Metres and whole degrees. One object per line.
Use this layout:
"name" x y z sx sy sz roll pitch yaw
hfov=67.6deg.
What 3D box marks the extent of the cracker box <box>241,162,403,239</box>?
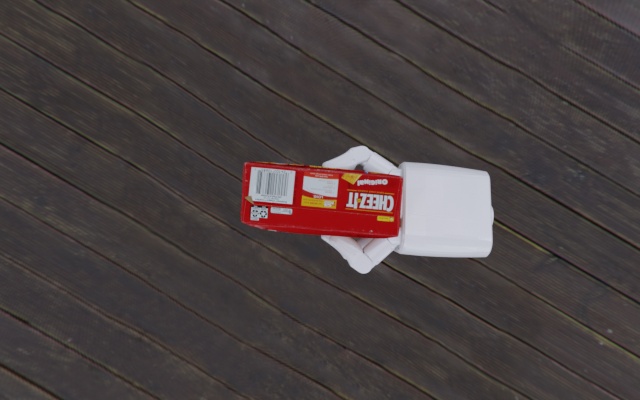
"cracker box" 0.000 0.002 0.583 0.164 0.072 0.213 5 -1 -1
